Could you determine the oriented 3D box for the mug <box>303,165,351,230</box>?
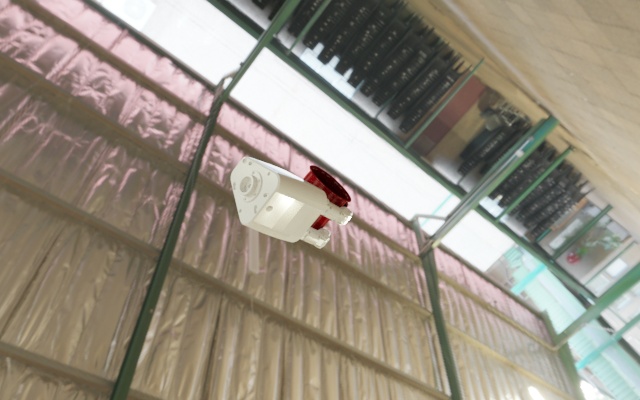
[{"bbox_3d":[0.001,0.003,0.836,0.117,0.081,0.093,25,22,-46],"label":"mug"}]
